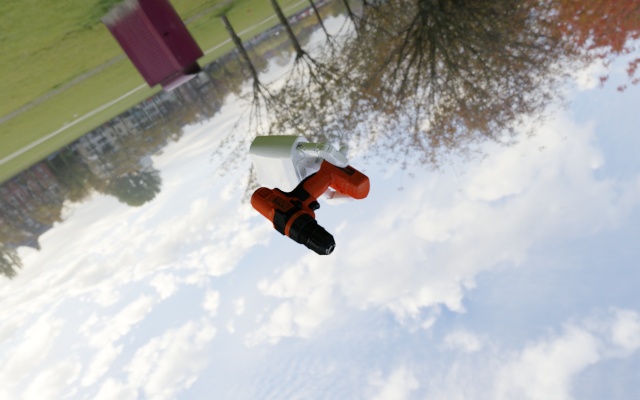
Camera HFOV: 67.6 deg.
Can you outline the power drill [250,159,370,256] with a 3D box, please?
[{"bbox_3d":[0.000,0.002,0.831,0.184,0.057,0.187,35,49,29],"label":"power drill"}]
